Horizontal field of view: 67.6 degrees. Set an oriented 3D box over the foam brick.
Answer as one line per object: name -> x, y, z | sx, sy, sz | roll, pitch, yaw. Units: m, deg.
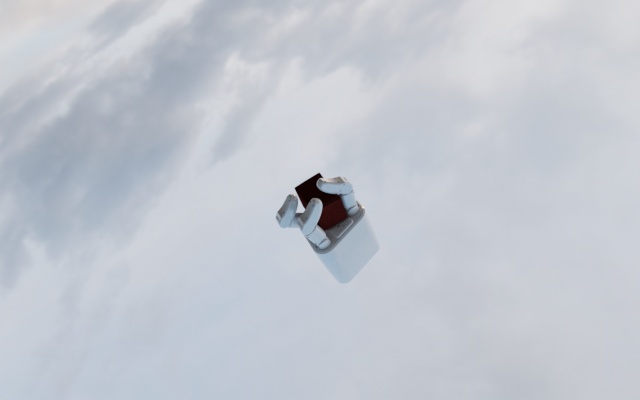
foam brick -> 0.000, 0.002, 0.792 | 0.053, 0.051, 0.078 | -30, 43, -6
